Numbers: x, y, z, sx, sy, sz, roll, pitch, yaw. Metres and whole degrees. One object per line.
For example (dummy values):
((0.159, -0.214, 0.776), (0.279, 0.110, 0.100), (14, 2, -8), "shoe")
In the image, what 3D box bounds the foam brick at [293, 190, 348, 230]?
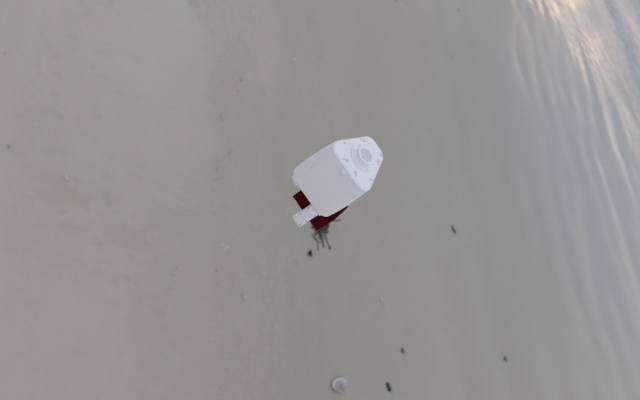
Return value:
((0.000, 0.003, 0.852), (0.051, 0.078, 0.053), (-32, 5, 44), "foam brick")
